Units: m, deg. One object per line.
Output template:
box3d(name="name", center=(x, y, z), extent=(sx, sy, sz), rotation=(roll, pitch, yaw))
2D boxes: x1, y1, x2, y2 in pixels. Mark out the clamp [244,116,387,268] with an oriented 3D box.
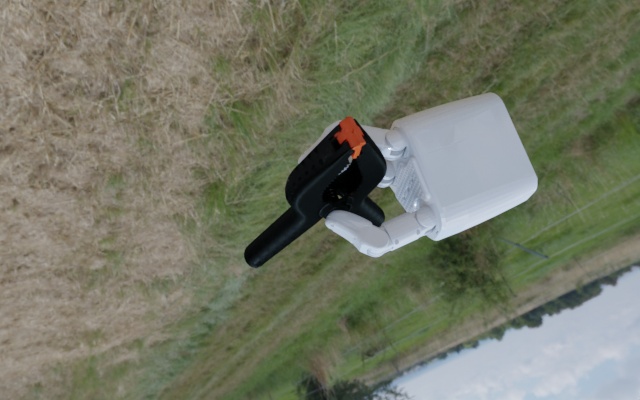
box3d(name="clamp", center=(0.001, 0.002, 0.448), extent=(0.164, 0.036, 0.210), rotation=(-20, -24, -12))
